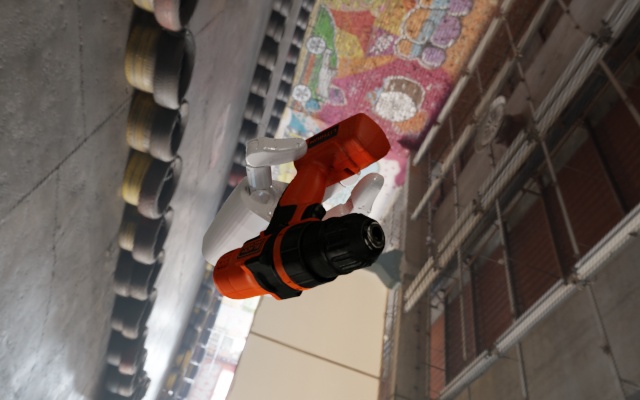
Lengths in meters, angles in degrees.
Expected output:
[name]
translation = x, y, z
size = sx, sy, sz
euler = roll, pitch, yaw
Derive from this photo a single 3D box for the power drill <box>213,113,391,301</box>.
[power drill]
translation = 0.000, 0.001, 0.427
size = 0.184, 0.057, 0.187
euler = -20, 30, 42
